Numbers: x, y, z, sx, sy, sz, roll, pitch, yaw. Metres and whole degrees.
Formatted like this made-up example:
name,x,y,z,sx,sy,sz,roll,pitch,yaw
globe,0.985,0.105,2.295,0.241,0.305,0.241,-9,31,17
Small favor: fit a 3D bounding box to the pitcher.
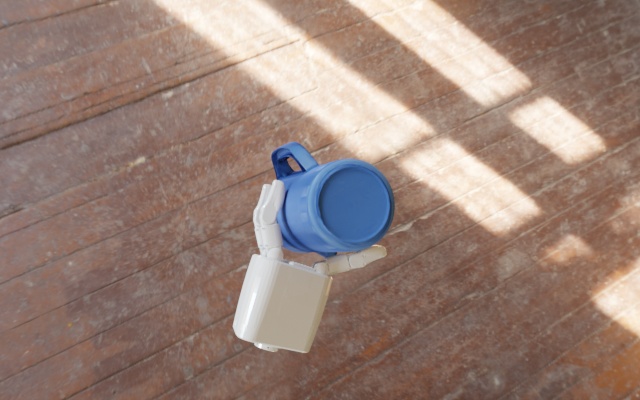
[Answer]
name,x,y,z,sx,sy,sz,roll,pitch,yaw
pitcher,0.000,0.002,0.654,0.149,0.145,0.243,18,-8,-14
